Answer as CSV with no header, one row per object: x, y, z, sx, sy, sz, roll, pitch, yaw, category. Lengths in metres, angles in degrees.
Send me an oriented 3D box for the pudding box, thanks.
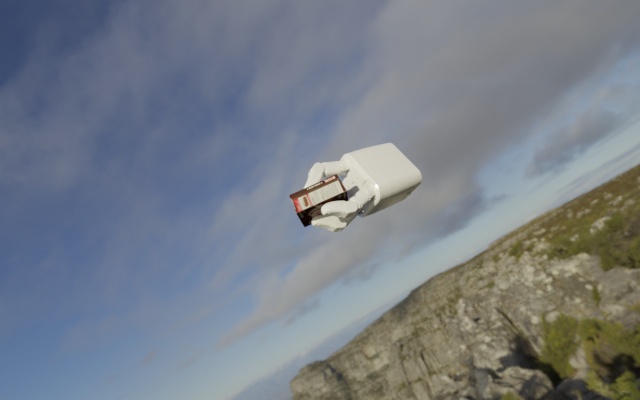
0.000,0.002,0.814,0.090,0.039,0.113,-25,-18,-1,pudding box
